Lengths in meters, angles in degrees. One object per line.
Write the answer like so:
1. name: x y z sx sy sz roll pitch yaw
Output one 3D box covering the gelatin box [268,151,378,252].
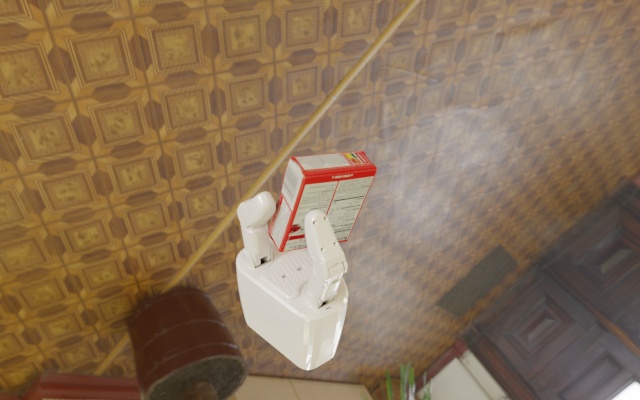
1. gelatin box: 0.000 0.001 0.413 0.073 0.089 0.030 -8 45 -31
